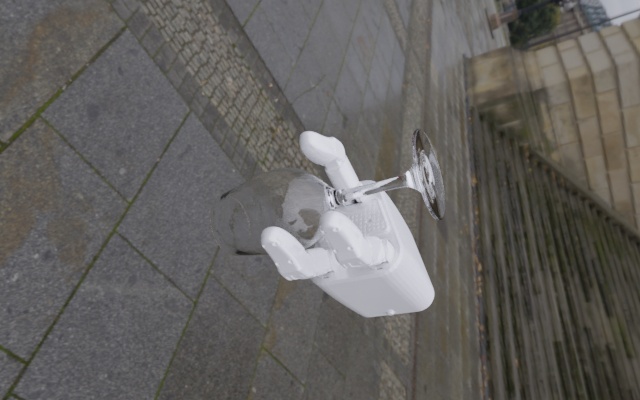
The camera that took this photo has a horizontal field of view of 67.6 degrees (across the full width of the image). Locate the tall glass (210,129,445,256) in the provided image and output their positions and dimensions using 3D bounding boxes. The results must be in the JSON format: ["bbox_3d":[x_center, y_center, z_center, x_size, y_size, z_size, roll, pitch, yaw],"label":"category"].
[{"bbox_3d":[0.001,0.001,0.418,0.201,0.079,0.079,-14,-6,26],"label":"tall glass"}]
